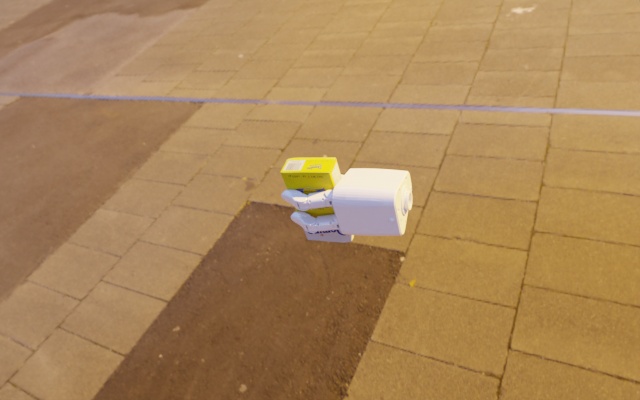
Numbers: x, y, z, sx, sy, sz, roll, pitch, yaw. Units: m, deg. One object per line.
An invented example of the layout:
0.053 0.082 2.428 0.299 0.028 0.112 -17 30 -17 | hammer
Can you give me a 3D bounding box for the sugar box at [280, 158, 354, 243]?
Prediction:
0.000 0.003 0.853 0.093 0.176 0.048 2 43 23 | sugar box
